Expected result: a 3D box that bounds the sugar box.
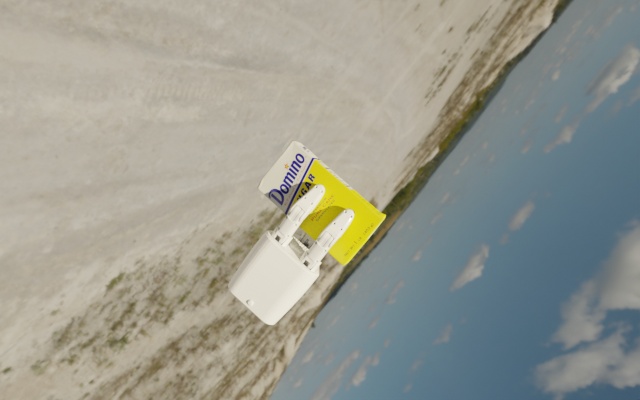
[{"bbox_3d":[0.000,0.003,0.703,0.176,0.093,0.048,40,10,7],"label":"sugar box"}]
